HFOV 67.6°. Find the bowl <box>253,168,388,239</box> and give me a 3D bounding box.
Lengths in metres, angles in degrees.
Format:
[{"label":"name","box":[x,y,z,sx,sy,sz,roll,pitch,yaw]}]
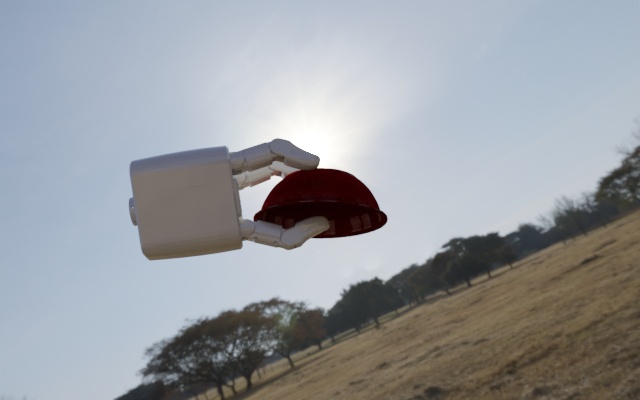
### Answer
[{"label":"bowl","box":[0.001,0.002,0.583,0.162,0.055,0.162,0,-18,0]}]
